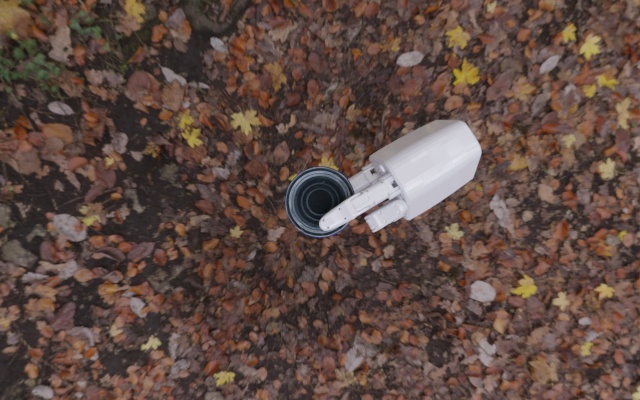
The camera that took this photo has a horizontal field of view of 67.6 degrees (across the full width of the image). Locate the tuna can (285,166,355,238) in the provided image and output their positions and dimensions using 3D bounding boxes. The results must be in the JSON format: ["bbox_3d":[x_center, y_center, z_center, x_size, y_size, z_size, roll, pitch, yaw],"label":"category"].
[{"bbox_3d":[0.000,0.002,0.574,0.086,0.086,0.034,0,-1,2],"label":"tuna can"}]
